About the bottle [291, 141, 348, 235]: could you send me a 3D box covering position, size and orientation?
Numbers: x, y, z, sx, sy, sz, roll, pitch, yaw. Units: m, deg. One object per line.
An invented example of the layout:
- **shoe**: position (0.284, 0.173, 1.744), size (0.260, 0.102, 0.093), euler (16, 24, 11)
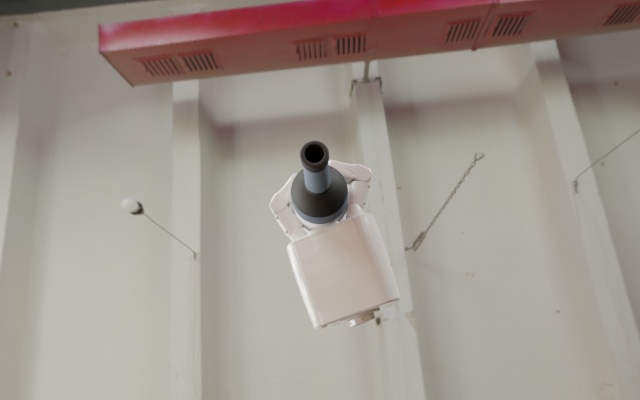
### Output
- **bottle**: position (0.000, 0.002, 0.584), size (0.069, 0.069, 0.296), euler (0, -18, 2)
